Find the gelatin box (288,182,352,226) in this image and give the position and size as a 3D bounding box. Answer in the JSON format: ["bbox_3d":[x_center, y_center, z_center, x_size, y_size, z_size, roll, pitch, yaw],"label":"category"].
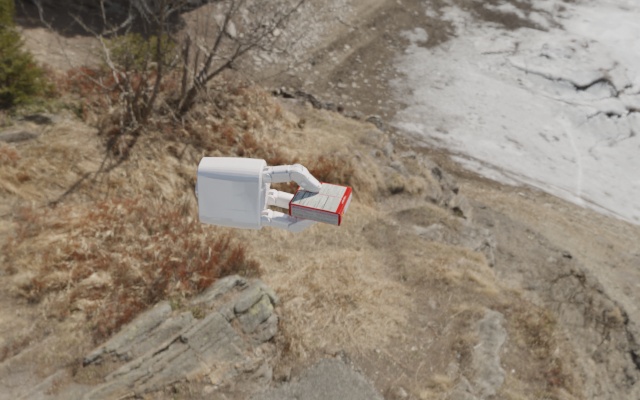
[{"bbox_3d":[0.000,0.002,0.791,0.089,0.030,0.073,10,39,15],"label":"gelatin box"}]
